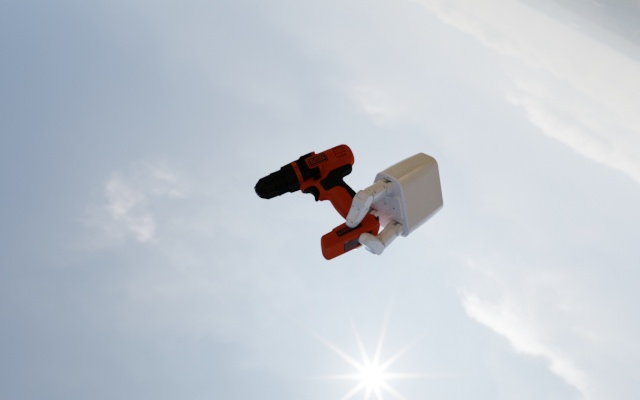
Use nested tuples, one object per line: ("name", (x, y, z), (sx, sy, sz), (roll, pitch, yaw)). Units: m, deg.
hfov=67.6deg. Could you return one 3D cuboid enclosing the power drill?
("power drill", (0.001, 0.003, 0.801), (0.184, 0.187, 0.057), (-24, -28, -8))
